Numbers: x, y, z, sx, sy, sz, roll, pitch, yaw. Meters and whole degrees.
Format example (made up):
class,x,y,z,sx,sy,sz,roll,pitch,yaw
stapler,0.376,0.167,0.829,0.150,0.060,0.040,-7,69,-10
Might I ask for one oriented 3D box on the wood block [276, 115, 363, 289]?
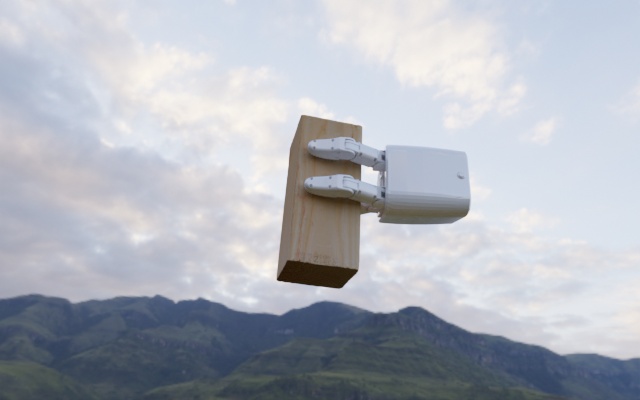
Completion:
class,x,y,z,sx,sy,sz,roll,pitch,yaw
wood block,0.000,0.002,0.637,0.090,0.206,0.091,9,-27,-10
